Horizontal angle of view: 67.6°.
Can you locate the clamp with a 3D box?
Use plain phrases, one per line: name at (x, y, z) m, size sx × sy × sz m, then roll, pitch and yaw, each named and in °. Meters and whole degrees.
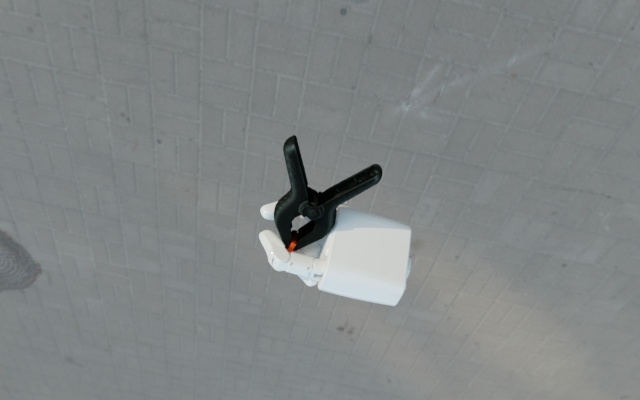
clamp at (0.000, 0.002, 0.592) m, size 0.120 × 0.172 × 0.039 m, roll 15°, pitch 42°, yaw -4°
